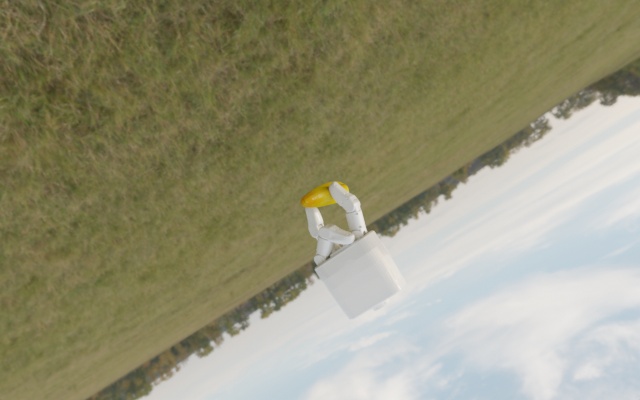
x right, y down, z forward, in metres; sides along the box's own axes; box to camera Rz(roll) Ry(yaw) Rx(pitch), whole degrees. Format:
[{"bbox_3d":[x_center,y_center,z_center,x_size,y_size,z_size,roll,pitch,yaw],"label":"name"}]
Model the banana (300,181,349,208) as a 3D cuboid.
[{"bbox_3d":[0.016,-0.008,0.854,0.069,0.037,0.198,-34,-6,8],"label":"banana"}]
